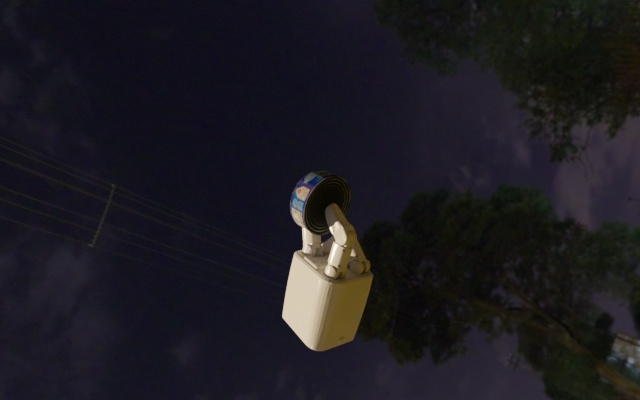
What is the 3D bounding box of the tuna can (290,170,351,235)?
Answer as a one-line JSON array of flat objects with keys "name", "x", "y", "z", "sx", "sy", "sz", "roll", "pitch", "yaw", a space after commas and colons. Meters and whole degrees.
[{"name": "tuna can", "x": 0.000, "y": 0.002, "z": 0.651, "sx": 0.086, "sy": 0.086, "sz": 0.033, "roll": 0, "pitch": 21, "yaw": -46}]
